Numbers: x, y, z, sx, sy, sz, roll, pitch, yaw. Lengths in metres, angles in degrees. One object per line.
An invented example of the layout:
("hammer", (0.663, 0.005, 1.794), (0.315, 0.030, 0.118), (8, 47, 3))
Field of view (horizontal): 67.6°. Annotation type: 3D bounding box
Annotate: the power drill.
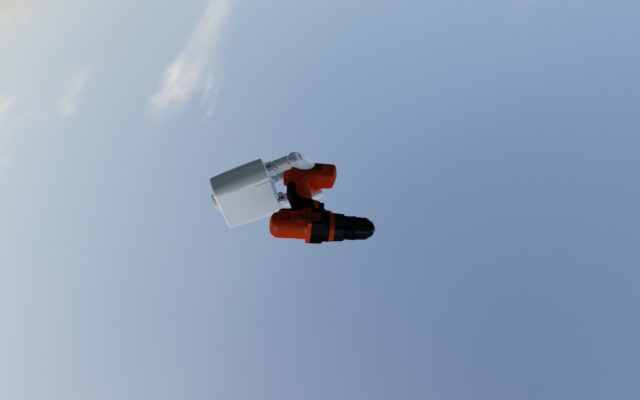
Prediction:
("power drill", (0.000, 0.003, 0.884), (0.184, 0.057, 0.187), (4, 37, -7))
